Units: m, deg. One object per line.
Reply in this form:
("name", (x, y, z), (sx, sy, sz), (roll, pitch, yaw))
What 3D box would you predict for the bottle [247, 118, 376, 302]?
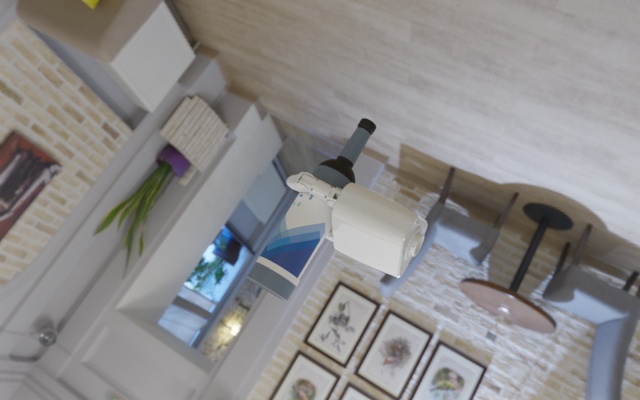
("bottle", (0.000, 0.002, 0.699), (0.069, 0.295, 0.069), (29, -15, 9))
